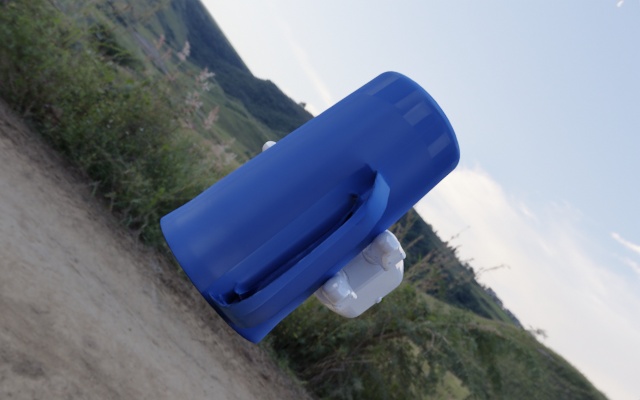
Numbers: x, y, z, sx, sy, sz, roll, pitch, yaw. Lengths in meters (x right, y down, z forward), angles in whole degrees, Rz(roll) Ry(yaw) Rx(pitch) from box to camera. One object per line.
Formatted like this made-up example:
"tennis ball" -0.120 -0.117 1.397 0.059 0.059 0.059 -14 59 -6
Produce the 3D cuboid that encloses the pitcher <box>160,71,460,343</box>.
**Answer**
"pitcher" 0.000 0.001 0.408 0.243 0.149 0.145 -38 -26 -4
